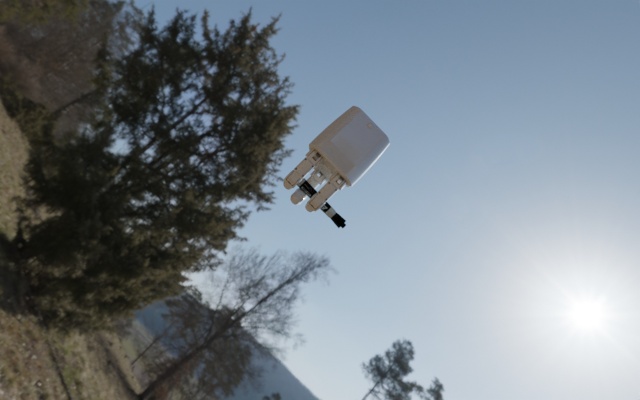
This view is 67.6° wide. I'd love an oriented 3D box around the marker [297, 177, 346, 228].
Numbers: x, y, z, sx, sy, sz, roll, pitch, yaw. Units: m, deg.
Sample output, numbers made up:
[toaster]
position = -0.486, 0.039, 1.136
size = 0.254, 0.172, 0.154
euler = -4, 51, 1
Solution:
[marker]
position = 0.000, 0.003, 0.831
size = 0.020, 0.121, 0.020
euler = -44, 4, 4
